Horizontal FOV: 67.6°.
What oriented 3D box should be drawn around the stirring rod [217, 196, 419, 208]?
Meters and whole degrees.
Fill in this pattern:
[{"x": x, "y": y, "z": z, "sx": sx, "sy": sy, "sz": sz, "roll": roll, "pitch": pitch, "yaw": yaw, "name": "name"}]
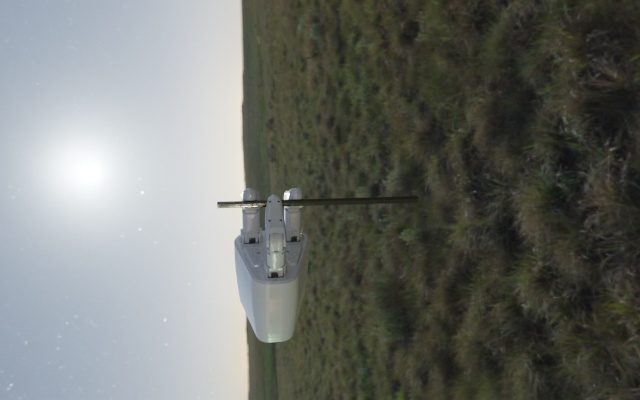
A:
[{"x": 0.000, "y": 0.002, "z": 0.568, "sx": 0.239, "sy": 0.011, "sz": 0.011, "roll": -2, "pitch": 0, "yaw": -9, "name": "stirring rod"}]
